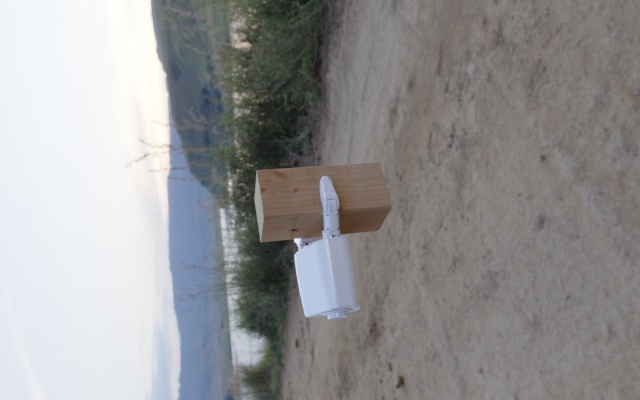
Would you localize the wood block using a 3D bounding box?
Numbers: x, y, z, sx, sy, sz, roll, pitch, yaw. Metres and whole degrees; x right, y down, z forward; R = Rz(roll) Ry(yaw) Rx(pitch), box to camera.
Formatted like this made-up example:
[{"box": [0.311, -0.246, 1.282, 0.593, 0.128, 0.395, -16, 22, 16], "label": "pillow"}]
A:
[{"box": [0.000, 0.003, 0.794, 0.206, 0.090, 0.091, -5, -29, -13], "label": "wood block"}]
